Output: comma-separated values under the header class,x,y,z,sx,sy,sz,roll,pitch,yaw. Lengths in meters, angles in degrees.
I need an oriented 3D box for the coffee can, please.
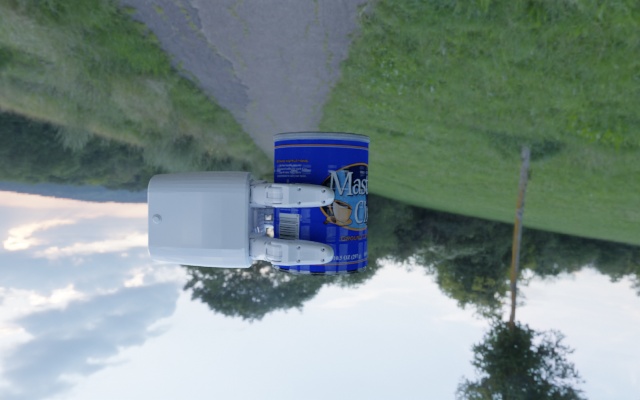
class,x,y,z,sx,sy,sz,roll,pitch,yaw
coffee can,0.000,0.002,0.511,0.103,0.140,0.103,1,2,0
